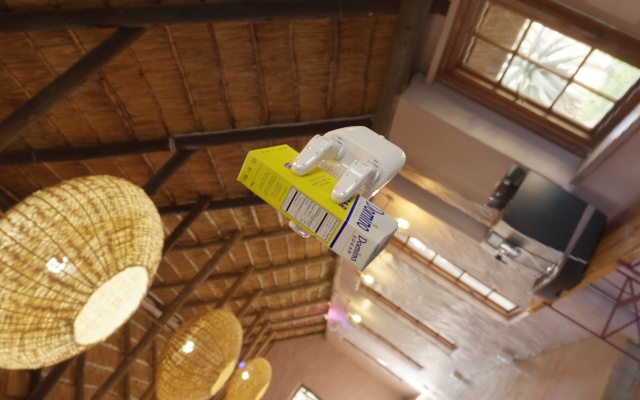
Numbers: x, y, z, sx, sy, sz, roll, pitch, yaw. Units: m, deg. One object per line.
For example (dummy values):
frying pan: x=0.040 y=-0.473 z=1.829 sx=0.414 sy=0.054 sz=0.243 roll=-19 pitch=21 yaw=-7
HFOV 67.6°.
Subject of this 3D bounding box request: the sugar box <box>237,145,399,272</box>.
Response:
sugar box: x=0.000 y=0.001 z=0.548 sx=0.176 sy=0.048 sz=0.093 roll=33 pitch=23 yaw=14
